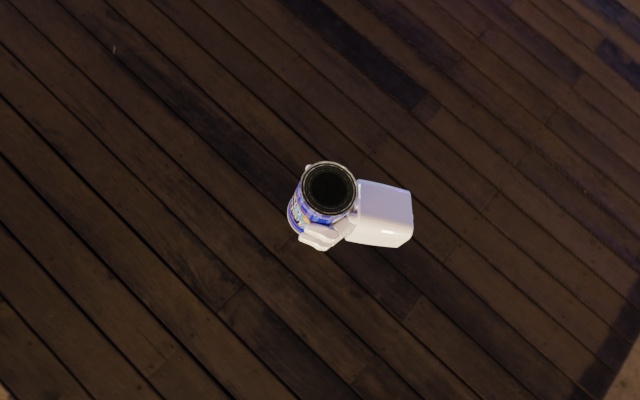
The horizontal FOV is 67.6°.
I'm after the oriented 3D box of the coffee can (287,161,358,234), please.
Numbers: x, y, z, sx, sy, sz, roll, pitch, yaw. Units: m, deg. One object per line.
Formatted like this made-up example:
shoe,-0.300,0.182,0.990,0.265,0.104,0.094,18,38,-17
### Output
coffee can,0.000,0.003,0.875,0.103,0.102,0.140,0,-20,-13
